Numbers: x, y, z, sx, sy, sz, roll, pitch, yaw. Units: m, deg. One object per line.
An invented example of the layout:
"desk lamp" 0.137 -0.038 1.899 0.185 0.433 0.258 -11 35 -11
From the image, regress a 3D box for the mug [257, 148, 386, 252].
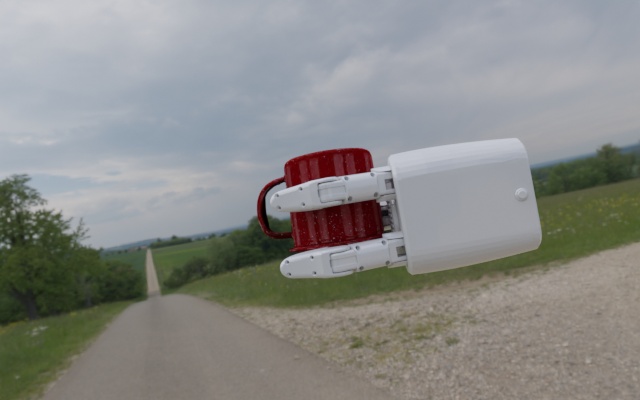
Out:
"mug" -0.001 0.001 0.435 0.117 0.081 0.093 -9 -3 3
